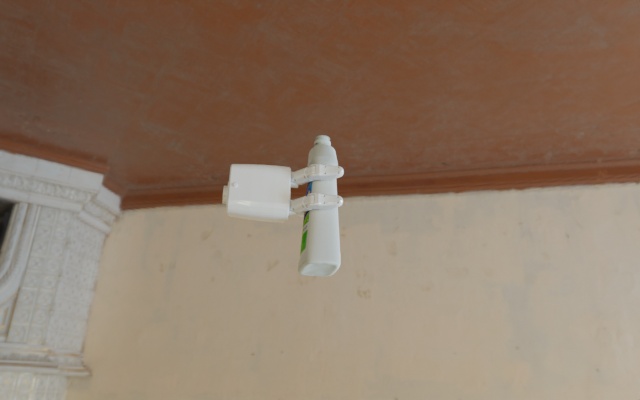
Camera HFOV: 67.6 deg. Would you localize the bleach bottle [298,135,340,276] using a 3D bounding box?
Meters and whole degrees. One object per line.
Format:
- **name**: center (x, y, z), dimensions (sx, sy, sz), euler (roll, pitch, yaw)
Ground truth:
- **bleach bottle**: center (0.000, 0.003, 0.862), dimensions (0.068, 0.250, 0.103), euler (5, -23, -10)
